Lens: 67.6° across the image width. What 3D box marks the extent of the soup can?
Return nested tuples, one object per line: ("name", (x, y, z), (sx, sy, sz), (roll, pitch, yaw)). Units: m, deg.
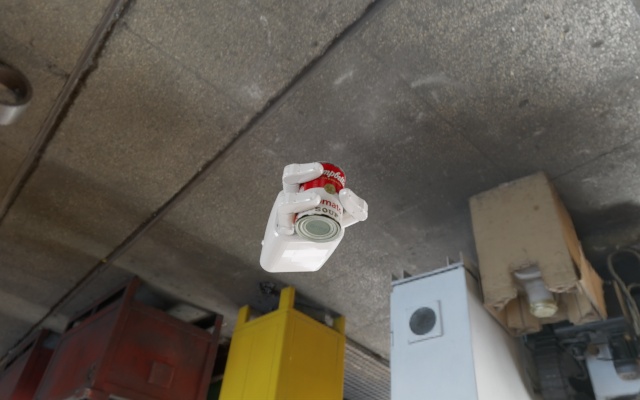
("soup can", (0.000, 0.002, 0.697), (0.068, 0.102, 0.069), (4, -39, 3))
